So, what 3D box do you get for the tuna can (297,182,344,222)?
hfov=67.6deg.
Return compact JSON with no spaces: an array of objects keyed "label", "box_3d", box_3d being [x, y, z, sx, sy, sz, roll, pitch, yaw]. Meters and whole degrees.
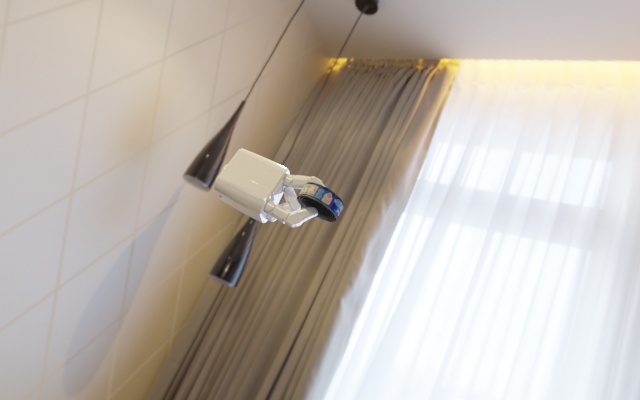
[{"label":"tuna can","box_3d":[0.000,0.002,0.894,0.086,0.033,0.086,28,-19,10]}]
